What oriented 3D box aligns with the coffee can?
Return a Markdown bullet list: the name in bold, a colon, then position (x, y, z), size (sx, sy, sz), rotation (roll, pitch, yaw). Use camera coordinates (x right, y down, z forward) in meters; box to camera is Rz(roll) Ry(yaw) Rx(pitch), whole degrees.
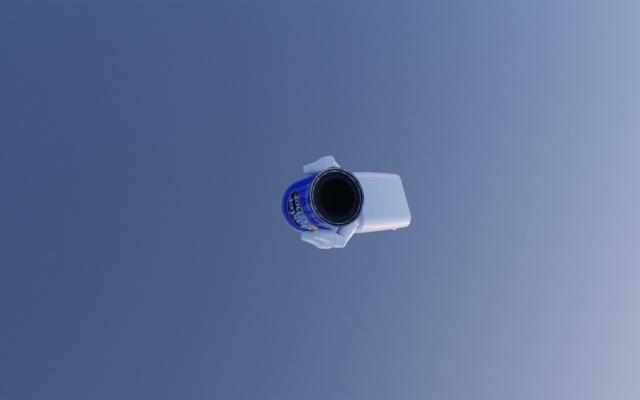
- **coffee can**: position (0.000, 0.003, 0.857), size (0.103, 0.103, 0.140), rotation (0, -7, -24)
